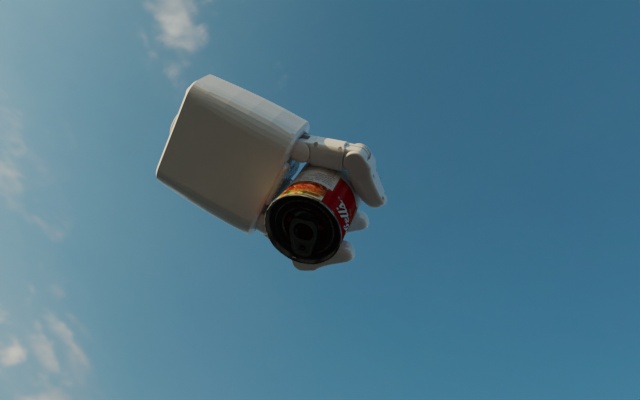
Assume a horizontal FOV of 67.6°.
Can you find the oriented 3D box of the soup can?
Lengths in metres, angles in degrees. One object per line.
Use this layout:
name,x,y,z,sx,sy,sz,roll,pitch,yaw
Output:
soup can,0.001,0.001,0.436,0.068,0.068,0.102,0,28,20
